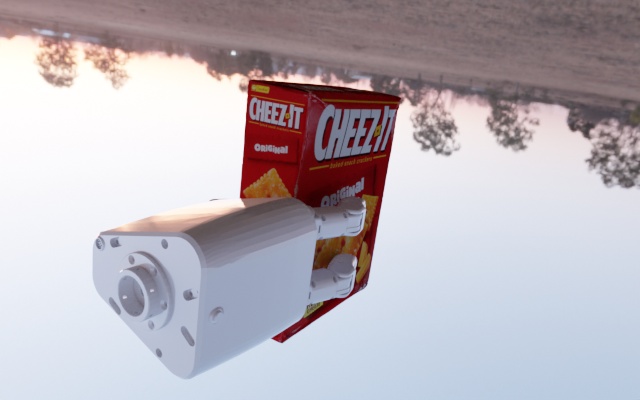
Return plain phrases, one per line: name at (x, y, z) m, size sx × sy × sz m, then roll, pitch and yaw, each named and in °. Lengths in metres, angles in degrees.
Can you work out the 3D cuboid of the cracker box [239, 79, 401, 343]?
cracker box at (0.000, 0.002, 0.454) m, size 0.072 × 0.214 × 0.164 m, roll 18°, pitch 18°, yaw 30°
